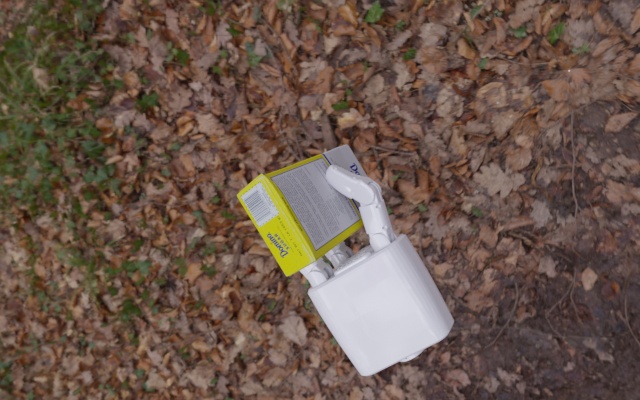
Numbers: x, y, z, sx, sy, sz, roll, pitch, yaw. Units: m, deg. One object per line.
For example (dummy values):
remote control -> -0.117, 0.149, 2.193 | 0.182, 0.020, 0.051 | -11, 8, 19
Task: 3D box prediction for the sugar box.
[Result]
sugar box -> 0.000, 0.002, 0.504 | 0.048, 0.093, 0.176 | -33, -3, 30
